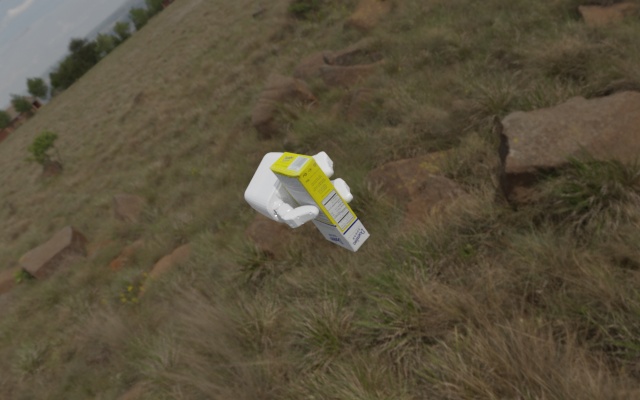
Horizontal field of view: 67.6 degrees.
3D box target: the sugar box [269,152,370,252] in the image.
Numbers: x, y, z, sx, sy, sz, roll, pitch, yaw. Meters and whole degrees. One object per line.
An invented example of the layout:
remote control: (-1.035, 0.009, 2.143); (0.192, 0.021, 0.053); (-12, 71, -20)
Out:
sugar box: (0.000, 0.002, 0.776); (0.176, 0.048, 0.093); (50, -17, -30)
